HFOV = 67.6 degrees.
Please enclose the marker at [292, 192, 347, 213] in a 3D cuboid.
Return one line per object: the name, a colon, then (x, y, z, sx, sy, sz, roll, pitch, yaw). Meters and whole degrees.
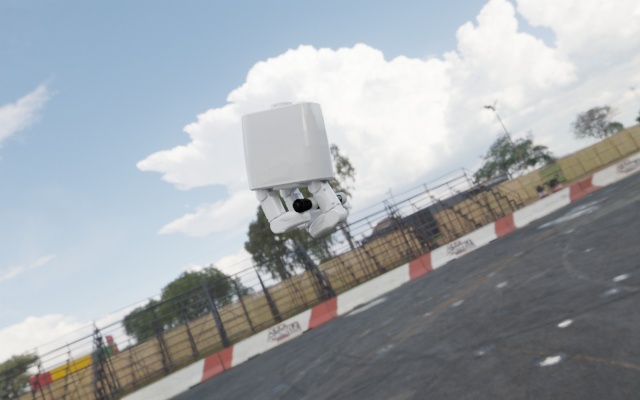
marker: (0.000, 0.002, 0.662, 0.020, 0.020, 0.121, 0, 5, 32)
